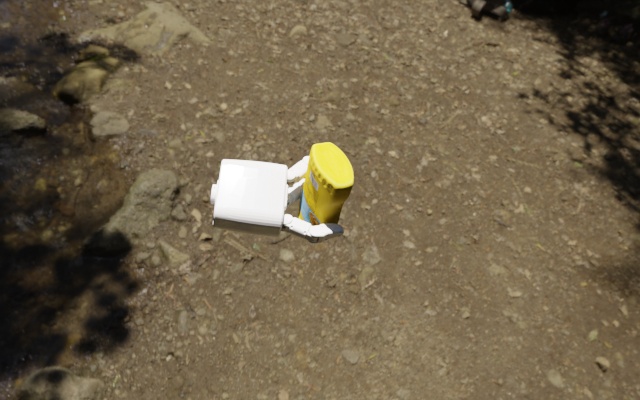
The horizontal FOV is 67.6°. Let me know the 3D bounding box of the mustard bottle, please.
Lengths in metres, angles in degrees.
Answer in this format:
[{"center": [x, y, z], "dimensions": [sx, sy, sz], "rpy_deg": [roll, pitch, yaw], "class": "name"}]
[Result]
[{"center": [0.001, 0.002, 0.795], "dimensions": [0.058, 0.096, 0.192], "rpy_deg": [-12, -36, -24], "class": "mustard bottle"}]
